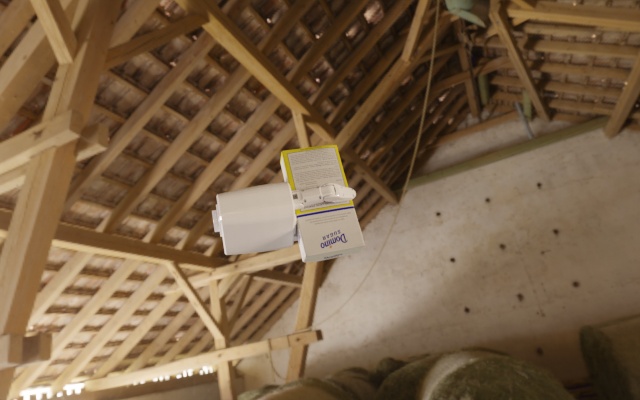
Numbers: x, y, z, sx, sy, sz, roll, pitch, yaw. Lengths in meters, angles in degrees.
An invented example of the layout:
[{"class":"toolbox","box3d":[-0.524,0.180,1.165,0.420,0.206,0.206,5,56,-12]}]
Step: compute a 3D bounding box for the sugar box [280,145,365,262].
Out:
[{"class":"sugar box","box3d":[0.000,0.003,0.740,0.093,0.176,0.048,-9,-20,-12]}]
